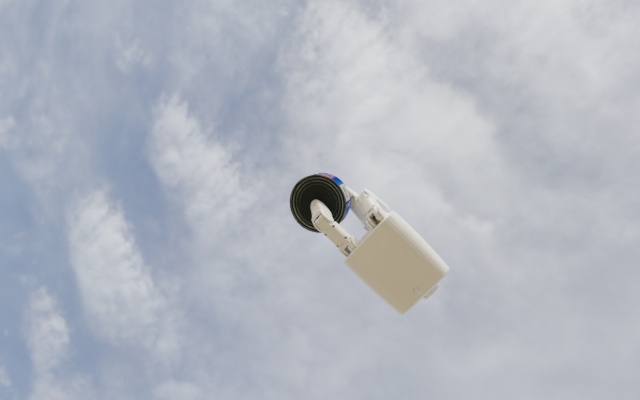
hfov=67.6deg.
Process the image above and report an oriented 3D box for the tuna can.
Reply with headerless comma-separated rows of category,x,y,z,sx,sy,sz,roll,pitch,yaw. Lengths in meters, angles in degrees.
tuna can,0.000,0.002,0.703,0.086,0.086,0.033,0,10,18
